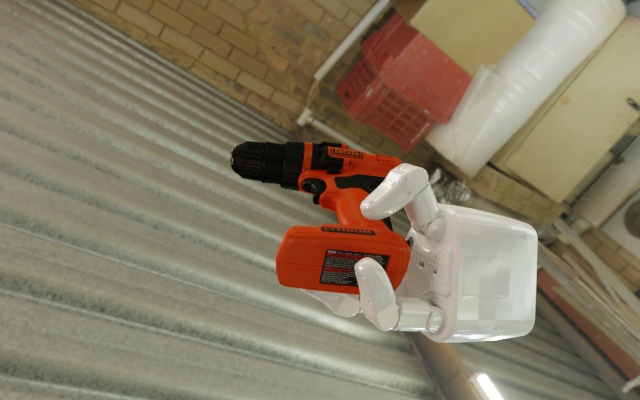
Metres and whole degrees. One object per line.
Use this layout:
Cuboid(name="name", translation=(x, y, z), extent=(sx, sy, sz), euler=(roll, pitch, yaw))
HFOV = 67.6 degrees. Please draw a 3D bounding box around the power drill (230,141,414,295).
Cuboid(name="power drill", translation=(0.000, 0.002, 0.443), extent=(0.184, 0.057, 0.187), euler=(5, 33, -5))
